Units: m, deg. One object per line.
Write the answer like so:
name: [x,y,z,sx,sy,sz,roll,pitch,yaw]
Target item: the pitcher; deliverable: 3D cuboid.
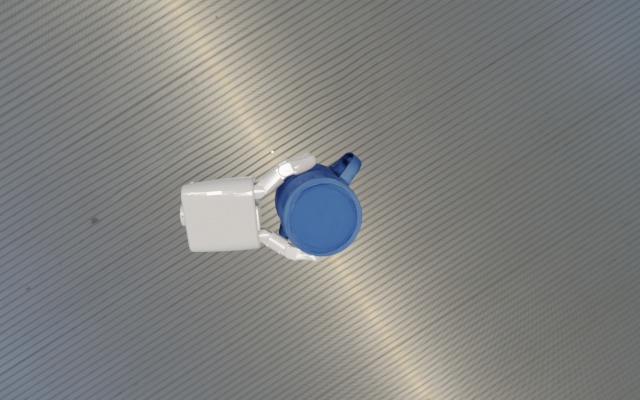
pitcher: [0.000,0.003,0.746,0.145,0.149,0.243,-3,6,-5]
